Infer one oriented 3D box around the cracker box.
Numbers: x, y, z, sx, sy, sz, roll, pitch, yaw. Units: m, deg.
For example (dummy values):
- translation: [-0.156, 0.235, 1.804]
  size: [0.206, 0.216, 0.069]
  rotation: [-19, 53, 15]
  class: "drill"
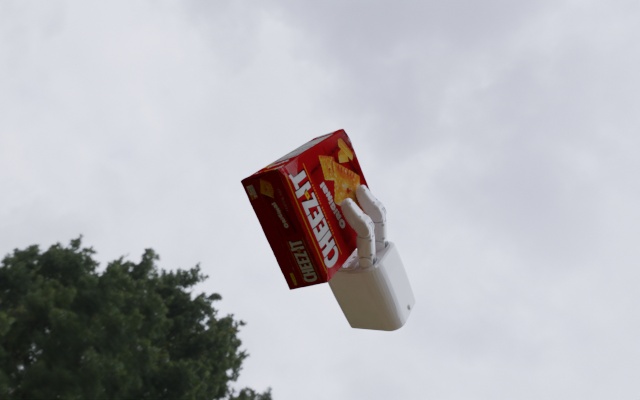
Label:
- translation: [0.000, 0.002, 0.692]
  size: [0.072, 0.164, 0.213]
  rotation: [-16, 13, 31]
  class: "cracker box"
